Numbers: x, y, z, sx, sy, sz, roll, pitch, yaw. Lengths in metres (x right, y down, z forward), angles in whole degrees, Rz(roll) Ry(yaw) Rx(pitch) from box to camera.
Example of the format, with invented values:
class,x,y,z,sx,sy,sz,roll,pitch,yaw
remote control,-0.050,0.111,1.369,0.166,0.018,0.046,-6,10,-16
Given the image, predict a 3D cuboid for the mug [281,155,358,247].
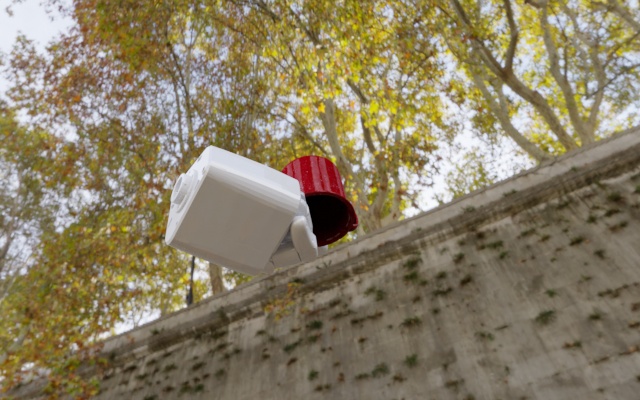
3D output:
class,x,y,z,sx,sy,sz,roll,pitch,yaw
mug,0.001,0.002,0.601,0.117,0.081,0.093,23,-56,-28
